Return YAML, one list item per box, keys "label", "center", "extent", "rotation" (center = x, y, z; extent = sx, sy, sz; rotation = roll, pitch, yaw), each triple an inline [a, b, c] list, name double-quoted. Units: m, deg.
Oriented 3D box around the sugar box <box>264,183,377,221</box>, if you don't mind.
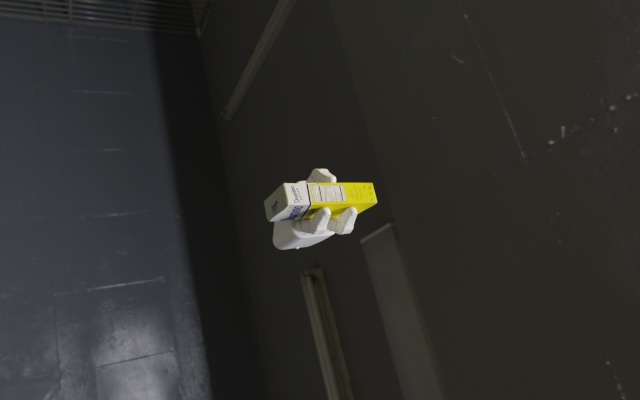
- label: "sugar box"
  center: [0.000, 0.003, 0.836]
  extent: [0.176, 0.048, 0.093]
  rotation: [-5, -17, -29]
